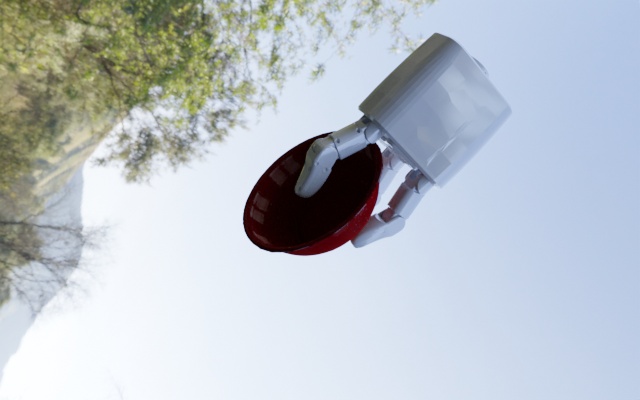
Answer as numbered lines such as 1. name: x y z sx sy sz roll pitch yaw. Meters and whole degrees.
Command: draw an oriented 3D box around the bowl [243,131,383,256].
1. bowl: -0.001 0.003 0.499 0.162 0.162 0.055 0 -40 37
